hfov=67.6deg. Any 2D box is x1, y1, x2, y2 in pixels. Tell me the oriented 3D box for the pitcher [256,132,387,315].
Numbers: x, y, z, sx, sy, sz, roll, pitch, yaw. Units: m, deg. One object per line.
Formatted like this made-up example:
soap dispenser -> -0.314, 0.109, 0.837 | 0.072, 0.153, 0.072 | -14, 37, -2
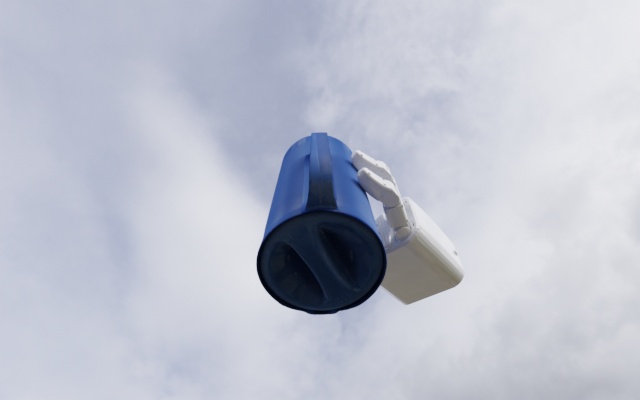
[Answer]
pitcher -> 0.000, 0.002, 0.579 | 0.145, 0.149, 0.242 | 39, 22, -21
